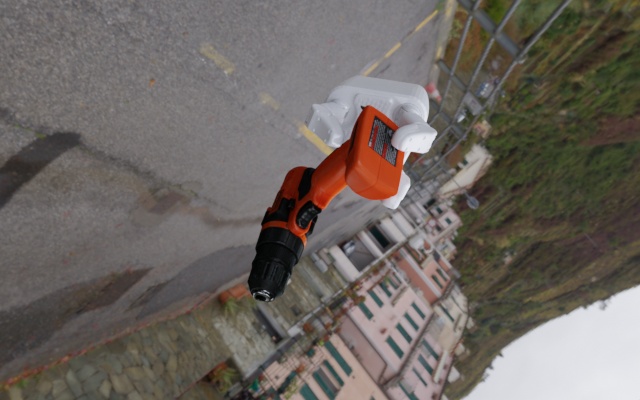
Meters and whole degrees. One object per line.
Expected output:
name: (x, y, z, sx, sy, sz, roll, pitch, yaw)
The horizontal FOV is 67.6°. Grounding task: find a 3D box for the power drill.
power drill: (0.000, 0.001, 0.492, 0.057, 0.184, 0.188, 35, -45, -21)
